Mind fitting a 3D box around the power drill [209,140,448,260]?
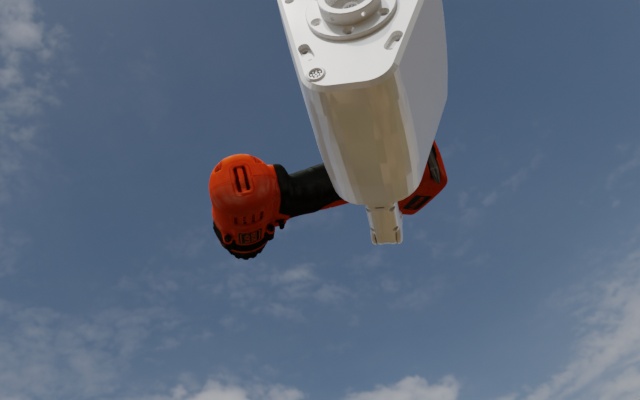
[{"bbox_3d":[0.001,0.001,0.415,0.187,0.057,0.184,-14,-15,-12],"label":"power drill"}]
